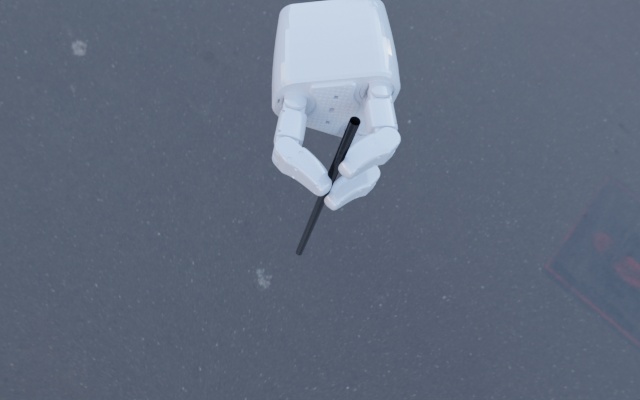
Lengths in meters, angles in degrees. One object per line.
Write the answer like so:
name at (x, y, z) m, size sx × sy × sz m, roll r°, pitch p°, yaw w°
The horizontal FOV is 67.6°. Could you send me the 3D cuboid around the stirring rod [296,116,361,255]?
stirring rod at (0.000, 0.001, 0.436) m, size 0.011 × 0.011 × 0.240 m, roll 0°, pitch -28°, yaw -13°
